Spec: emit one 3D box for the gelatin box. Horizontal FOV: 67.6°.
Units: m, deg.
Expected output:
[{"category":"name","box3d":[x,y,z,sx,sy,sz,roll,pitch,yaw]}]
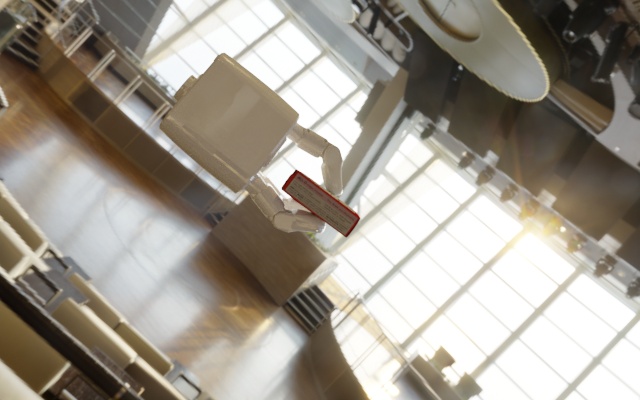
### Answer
[{"category":"gelatin box","box3d":[0.001,0.002,0.538,0.089,0.030,0.073,36,3,-2]}]
